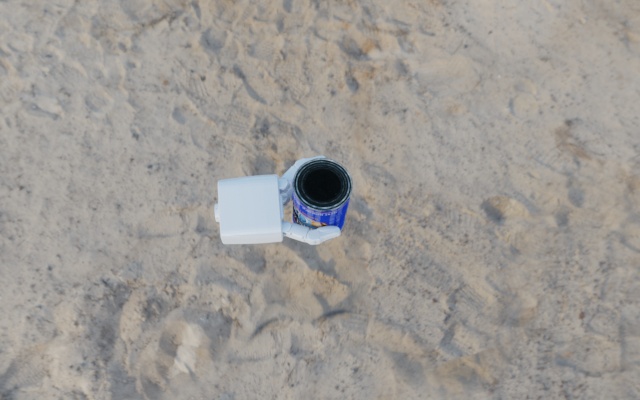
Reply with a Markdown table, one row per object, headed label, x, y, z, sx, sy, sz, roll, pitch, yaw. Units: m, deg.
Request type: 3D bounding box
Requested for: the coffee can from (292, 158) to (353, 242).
| label | x | y | z | sx | sy | sz | roll | pitch | yaw |
| --- | --- | --- | --- | --- | --- | --- | --- | --- | --- |
| coffee can | 0.000 | 0.003 | 0.863 | 0.103 | 0.102 | 0.140 | 0 | -27 | -4 |
